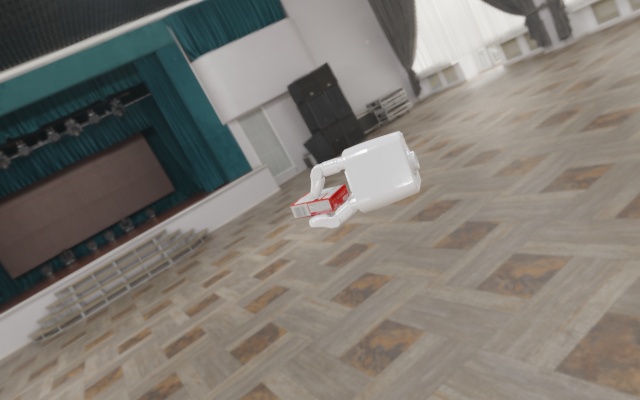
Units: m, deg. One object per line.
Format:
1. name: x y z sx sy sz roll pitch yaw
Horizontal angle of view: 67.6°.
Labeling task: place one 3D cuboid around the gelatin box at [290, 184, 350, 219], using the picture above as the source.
1. gelatin box: 0.000 0.003 0.889 0.089 0.030 0.073 -11 15 31
